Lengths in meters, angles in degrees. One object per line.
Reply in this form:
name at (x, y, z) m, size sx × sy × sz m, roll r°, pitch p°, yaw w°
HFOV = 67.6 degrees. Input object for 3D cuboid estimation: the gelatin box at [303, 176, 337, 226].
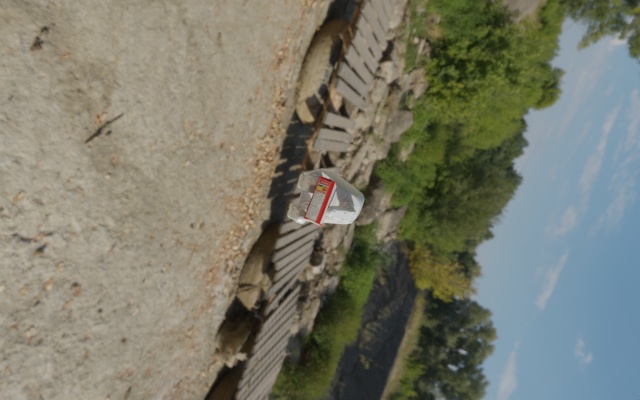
gelatin box at (0.001, 0.003, 0.787) m, size 0.030 × 0.073 × 0.089 m, roll 21°, pitch -3°, yaw 5°
